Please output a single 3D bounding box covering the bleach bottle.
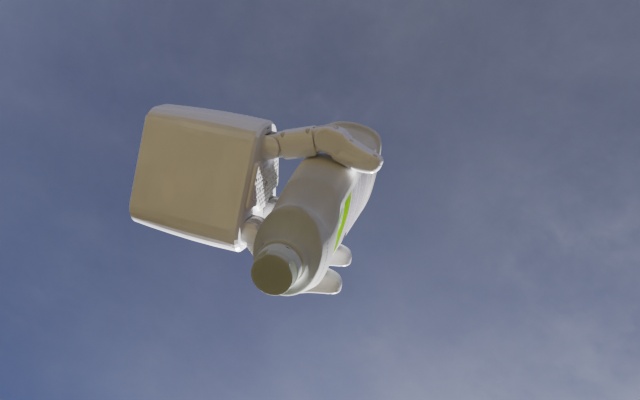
[{"bbox_3d":[0.000,0.001,0.414,0.068,0.103,0.250,13,21,10],"label":"bleach bottle"}]
